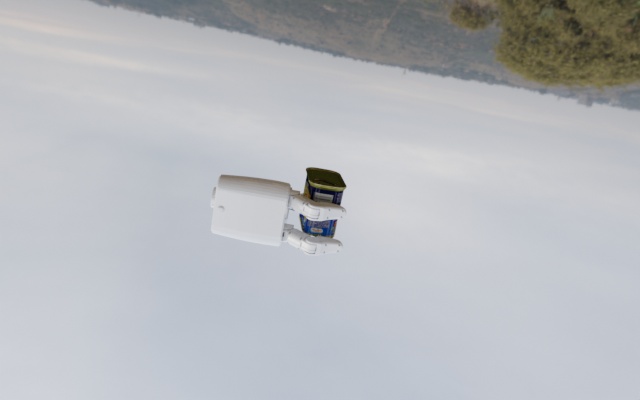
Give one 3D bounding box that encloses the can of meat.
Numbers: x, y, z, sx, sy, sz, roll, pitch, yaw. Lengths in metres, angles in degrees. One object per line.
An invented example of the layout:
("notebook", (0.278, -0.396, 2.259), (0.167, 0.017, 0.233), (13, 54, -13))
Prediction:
("can of meat", (0.000, 0.003, 0.744), (0.057, 0.084, 0.102), (9, 17, -9))
